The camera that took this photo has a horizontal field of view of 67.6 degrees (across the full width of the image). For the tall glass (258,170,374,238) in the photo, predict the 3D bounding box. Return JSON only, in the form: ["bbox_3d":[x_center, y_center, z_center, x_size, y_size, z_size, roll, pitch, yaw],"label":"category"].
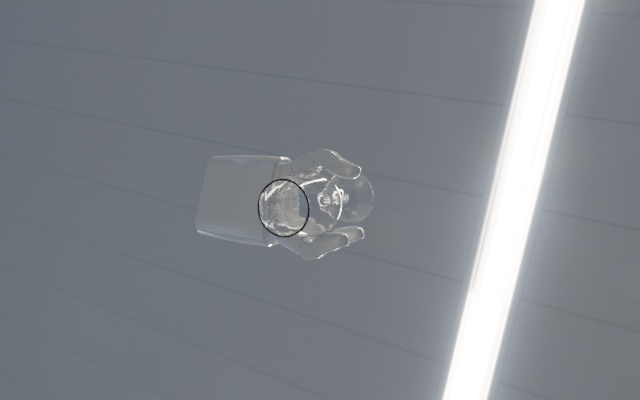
[{"bbox_3d":[0.001,0.002,0.587,0.079,0.079,0.201,0,4,23],"label":"tall glass"}]
